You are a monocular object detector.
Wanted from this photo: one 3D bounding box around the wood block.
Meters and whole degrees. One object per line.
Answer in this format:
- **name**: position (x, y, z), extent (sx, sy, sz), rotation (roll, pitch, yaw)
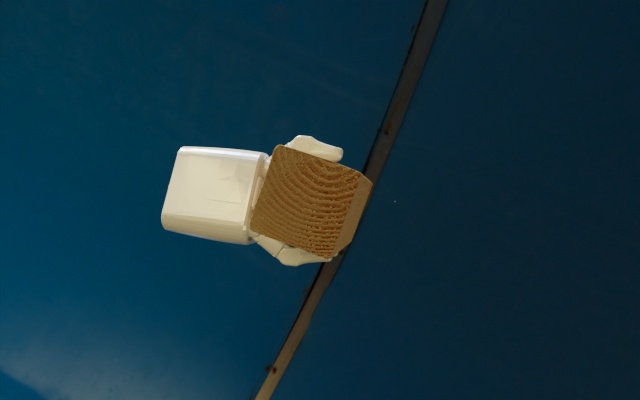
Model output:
- **wood block**: position (0.000, 0.001, 0.557), extent (0.090, 0.091, 0.206), rotation (20, 3, 8)
